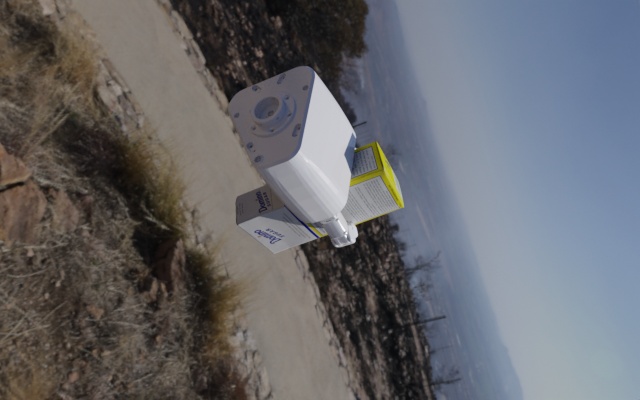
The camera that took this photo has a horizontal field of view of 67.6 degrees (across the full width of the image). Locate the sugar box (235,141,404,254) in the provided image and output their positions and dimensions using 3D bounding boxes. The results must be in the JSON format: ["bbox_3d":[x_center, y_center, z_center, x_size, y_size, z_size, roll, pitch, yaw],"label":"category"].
[{"bbox_3d":[0.000,0.001,0.552,0.176,0.048,0.093,-18,-34,16],"label":"sugar box"}]
